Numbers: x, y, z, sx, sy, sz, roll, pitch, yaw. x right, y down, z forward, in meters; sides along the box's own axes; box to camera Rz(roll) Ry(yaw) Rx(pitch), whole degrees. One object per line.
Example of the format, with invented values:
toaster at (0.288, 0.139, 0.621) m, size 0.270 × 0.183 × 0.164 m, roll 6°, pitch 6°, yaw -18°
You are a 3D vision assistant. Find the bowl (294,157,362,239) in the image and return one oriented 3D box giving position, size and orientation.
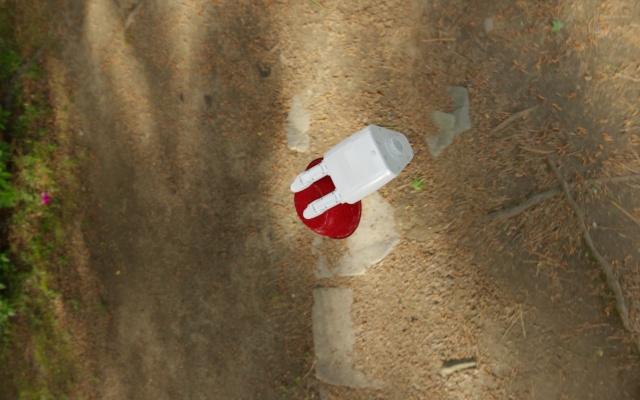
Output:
bowl at (-0.001, 0.004, 0.893) m, size 0.055 × 0.162 × 0.162 m, roll -19°, pitch 13°, yaw -40°
